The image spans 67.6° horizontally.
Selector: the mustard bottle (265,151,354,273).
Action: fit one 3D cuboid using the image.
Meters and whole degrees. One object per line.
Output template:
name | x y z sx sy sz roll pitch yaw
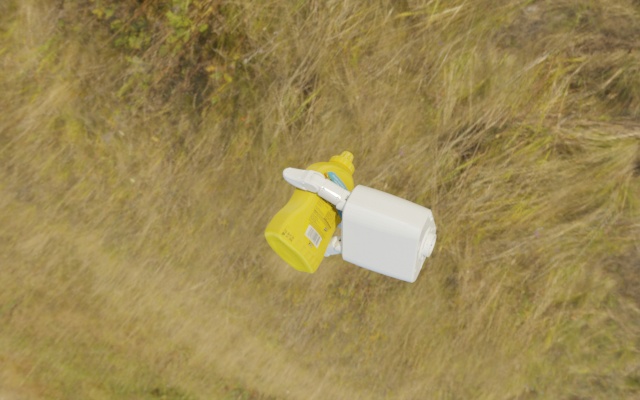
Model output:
mustard bottle | 0.000 0.002 0.694 0.058 0.191 0.096 2 -39 44
